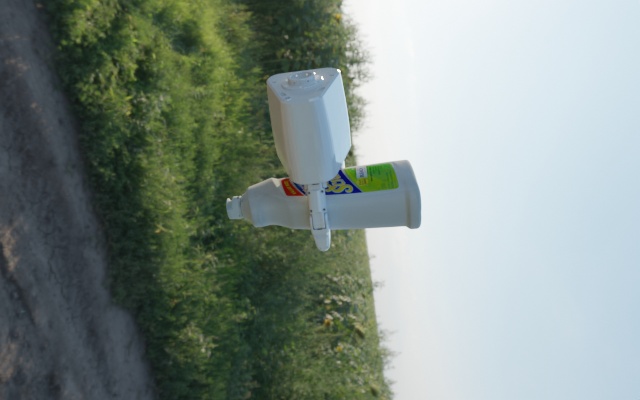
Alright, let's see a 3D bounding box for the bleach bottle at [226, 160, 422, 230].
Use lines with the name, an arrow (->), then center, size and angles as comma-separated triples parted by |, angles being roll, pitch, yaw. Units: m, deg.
bleach bottle -> 0.000, 0.002, 0.635 | 0.251, 0.068, 0.102 | -6, 34, 3
